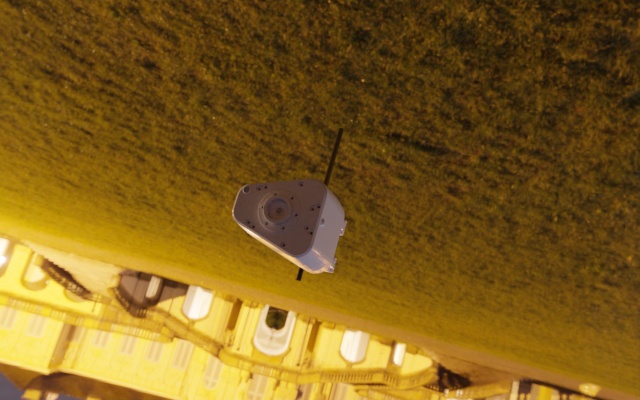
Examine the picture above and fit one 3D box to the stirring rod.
[{"bbox_3d":[0.000,0.002,0.713,0.011,0.239,0.011,15,-12,3],"label":"stirring rod"}]
